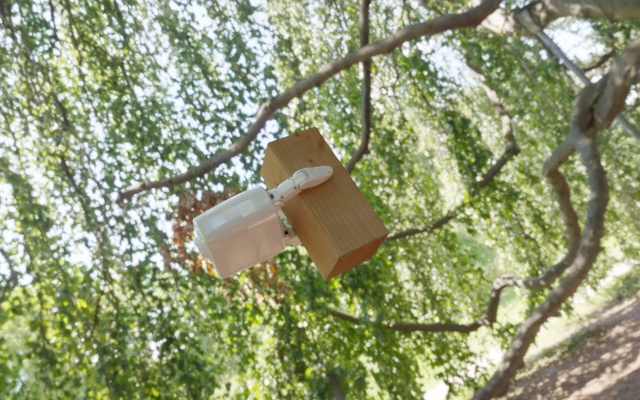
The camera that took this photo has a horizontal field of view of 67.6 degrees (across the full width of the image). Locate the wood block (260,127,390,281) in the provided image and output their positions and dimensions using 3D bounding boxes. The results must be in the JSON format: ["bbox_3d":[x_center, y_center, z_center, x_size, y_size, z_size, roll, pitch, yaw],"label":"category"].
[{"bbox_3d":[0.000,0.002,0.722,0.090,0.206,0.091,-22,-23,-27],"label":"wood block"}]
